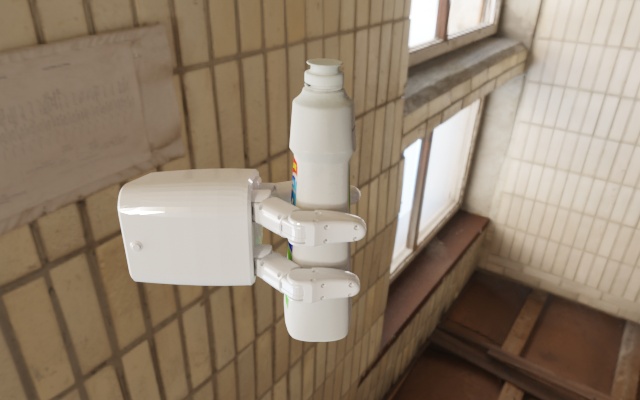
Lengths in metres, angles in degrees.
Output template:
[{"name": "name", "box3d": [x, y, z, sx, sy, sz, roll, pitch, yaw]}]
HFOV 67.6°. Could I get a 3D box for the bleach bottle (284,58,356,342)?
[{"name": "bleach bottle", "box3d": [0.000, 0.001, 0.430, 0.068, 0.251, 0.102, 0, 27, -3]}]
